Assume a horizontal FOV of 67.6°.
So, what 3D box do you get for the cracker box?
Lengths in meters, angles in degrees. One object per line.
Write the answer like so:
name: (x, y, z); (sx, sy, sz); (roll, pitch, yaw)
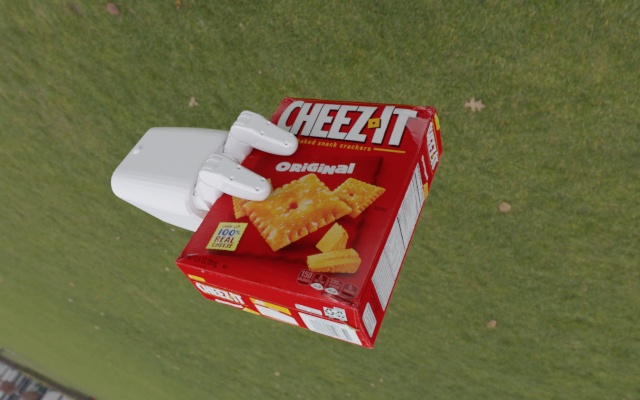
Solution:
cracker box: (0.000, 0.002, 0.428); (0.164, 0.213, 0.072); (10, -35, 25)
